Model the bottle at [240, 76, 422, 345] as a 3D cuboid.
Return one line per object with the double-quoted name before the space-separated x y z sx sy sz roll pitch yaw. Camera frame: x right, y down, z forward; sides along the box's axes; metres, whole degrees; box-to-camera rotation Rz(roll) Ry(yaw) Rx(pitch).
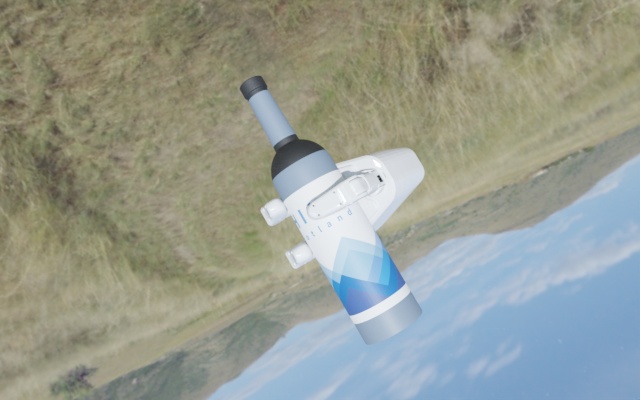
"bottle" 0.000 0.002 0.494 0.069 0.295 0.069 -30 -5 -3
